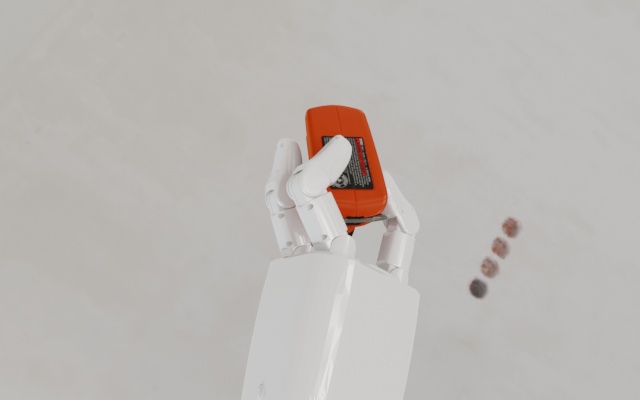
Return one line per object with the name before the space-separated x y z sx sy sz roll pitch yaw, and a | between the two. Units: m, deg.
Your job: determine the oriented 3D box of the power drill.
power drill | 0.000 0.001 0.450 0.057 0.184 0.188 -3 -32 -14
